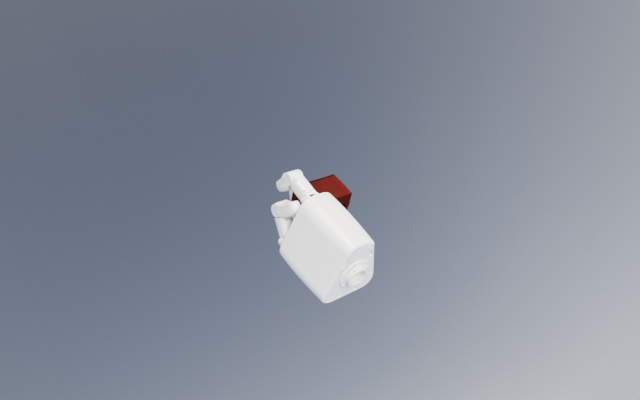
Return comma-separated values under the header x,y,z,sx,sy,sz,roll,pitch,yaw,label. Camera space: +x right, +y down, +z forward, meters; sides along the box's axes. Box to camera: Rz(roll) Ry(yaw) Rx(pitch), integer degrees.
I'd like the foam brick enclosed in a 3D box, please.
x,y,z,sx,sy,sz,roll,pitch,yaw,label
0.000,0.002,0.731,0.078,0.053,0.051,-19,48,-33,foam brick
